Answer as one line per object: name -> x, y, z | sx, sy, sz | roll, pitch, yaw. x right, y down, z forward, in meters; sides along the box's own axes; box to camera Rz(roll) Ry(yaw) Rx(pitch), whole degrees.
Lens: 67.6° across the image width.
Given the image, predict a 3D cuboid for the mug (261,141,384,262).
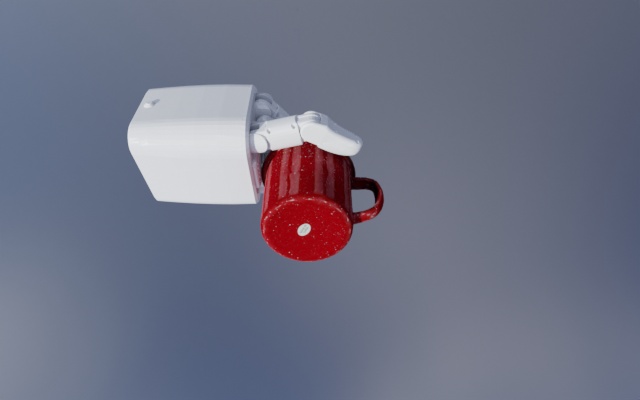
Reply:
mug -> 0.002, 0.002, 0.442 | 0.117, 0.093, 0.081 | -1, 41, 0
